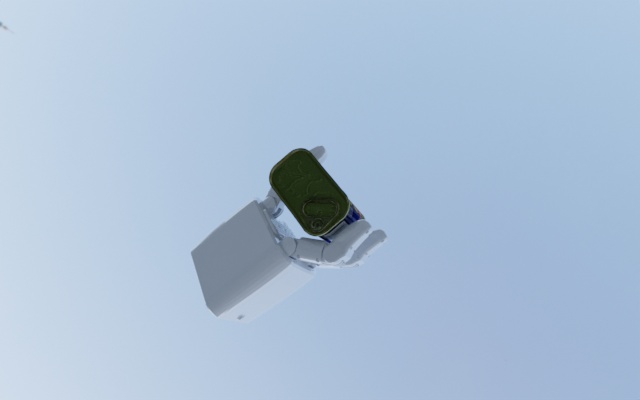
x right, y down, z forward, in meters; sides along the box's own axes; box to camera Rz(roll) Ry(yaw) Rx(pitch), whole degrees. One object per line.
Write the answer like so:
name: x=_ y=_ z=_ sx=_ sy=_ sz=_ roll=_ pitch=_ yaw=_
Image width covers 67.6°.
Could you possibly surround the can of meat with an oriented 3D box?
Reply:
can of meat: x=0.000 y=0.002 z=0.537 sx=0.057 sy=0.102 sz=0.084 roll=-41 pitch=-27 yaw=4
